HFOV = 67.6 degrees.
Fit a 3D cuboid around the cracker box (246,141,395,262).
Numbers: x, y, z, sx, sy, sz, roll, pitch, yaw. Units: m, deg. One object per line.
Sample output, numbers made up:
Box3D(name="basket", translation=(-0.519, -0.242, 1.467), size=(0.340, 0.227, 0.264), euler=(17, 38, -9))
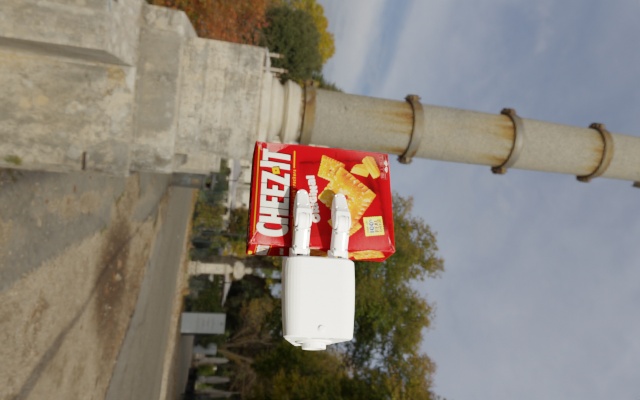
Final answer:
Box3D(name="cracker box", translation=(0.000, 0.002, 0.727), size=(0.214, 0.164, 0.072), euler=(5, -22, -11))
